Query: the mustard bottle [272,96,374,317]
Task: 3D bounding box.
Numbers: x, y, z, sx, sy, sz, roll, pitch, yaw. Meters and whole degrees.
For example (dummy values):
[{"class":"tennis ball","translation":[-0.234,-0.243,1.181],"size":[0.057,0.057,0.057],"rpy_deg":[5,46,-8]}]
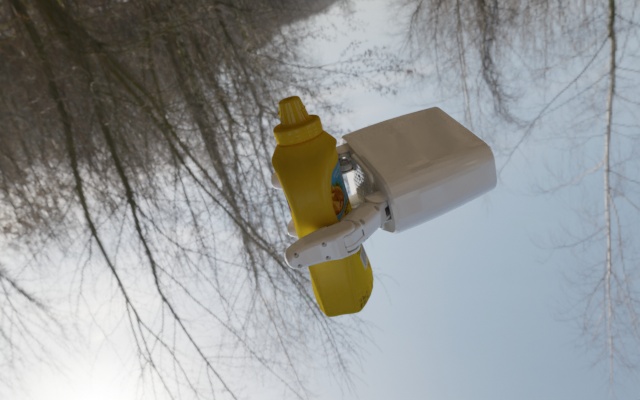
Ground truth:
[{"class":"mustard bottle","translation":[0.000,0.002,0.426],"size":[0.058,0.192,0.096],"rpy_deg":[-11,24,12]}]
